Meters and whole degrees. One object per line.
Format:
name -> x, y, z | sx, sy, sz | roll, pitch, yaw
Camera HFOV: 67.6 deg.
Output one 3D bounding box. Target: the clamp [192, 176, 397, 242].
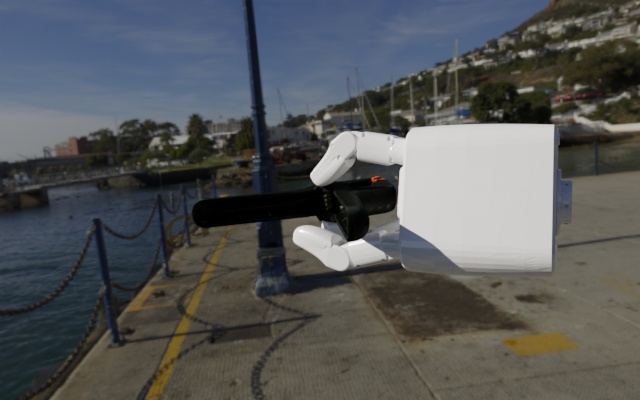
clamp -> 0.000, 0.001, 0.443 | 0.164, 0.036, 0.210 | 2, 9, 27
